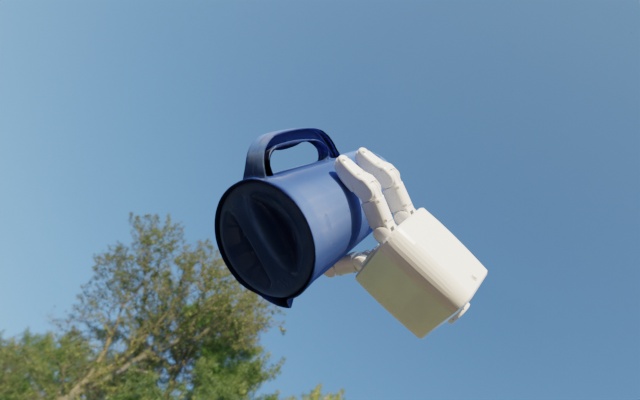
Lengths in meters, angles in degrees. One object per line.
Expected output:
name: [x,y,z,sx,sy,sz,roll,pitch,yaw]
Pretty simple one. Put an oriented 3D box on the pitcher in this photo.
pitcher: [0.000,0.002,0.576,0.145,0.149,0.242,44,34,14]
